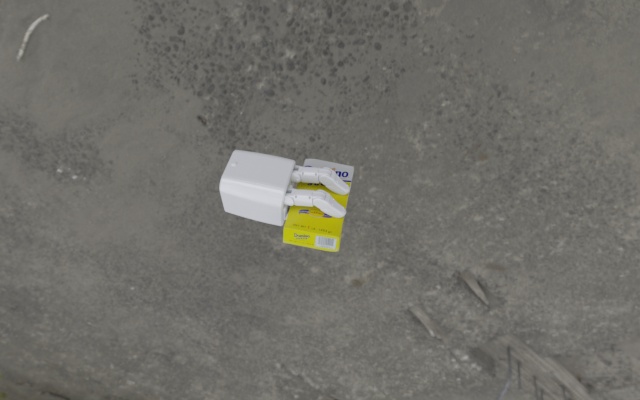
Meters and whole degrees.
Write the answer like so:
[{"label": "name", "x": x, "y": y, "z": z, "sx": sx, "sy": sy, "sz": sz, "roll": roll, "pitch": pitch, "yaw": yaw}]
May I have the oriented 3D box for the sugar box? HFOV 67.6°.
[{"label": "sugar box", "x": 0.000, "y": 0.002, "z": 0.819, "sx": 0.093, "sy": 0.176, "sz": 0.048, "roll": 11, "pitch": -42, "yaw": 3}]
